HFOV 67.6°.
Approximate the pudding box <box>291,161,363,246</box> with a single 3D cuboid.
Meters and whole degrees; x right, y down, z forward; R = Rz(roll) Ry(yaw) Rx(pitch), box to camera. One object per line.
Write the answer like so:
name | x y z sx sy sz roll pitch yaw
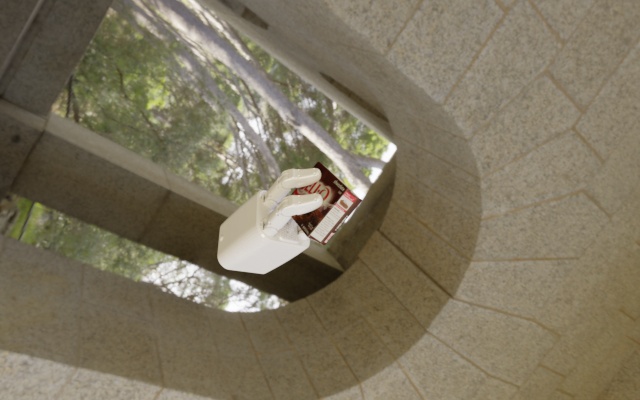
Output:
pudding box | 0.000 0.002 0.706 0.039 0.090 0.113 34 7 -35
